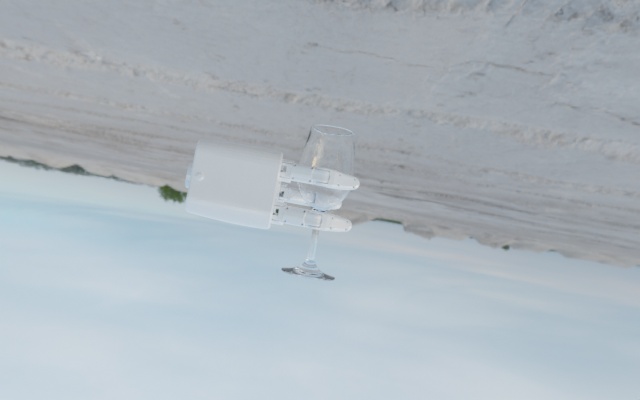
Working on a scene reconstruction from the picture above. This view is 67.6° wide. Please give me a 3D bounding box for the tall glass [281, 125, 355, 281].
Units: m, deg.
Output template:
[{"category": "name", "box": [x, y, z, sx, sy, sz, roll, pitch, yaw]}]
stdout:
[{"category": "tall glass", "box": [0.000, 0.003, 0.648, 0.079, 0.201, 0.079, 10, -1, 0]}]
